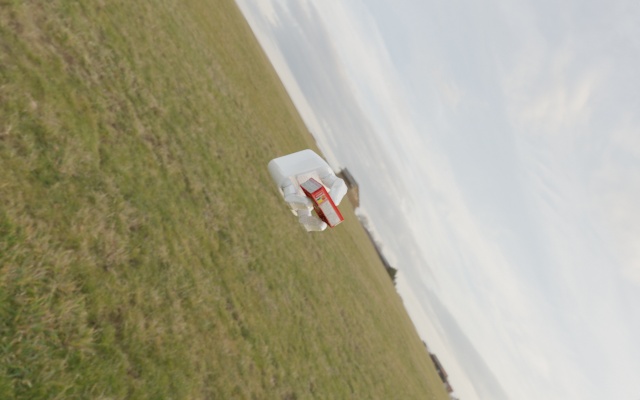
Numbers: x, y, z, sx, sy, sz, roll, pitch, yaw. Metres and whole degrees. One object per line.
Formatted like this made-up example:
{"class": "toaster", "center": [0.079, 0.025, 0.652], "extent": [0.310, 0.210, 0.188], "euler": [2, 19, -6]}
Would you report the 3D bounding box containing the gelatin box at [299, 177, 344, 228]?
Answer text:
{"class": "gelatin box", "center": [0.001, 0.003, 0.846], "extent": [0.030, 0.073, 0.089], "euler": [-33, 19, -7]}
